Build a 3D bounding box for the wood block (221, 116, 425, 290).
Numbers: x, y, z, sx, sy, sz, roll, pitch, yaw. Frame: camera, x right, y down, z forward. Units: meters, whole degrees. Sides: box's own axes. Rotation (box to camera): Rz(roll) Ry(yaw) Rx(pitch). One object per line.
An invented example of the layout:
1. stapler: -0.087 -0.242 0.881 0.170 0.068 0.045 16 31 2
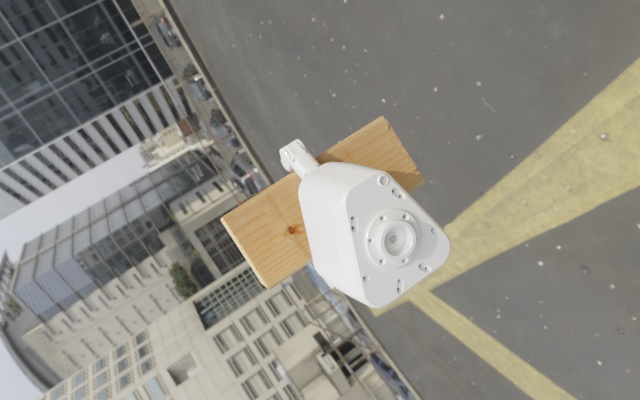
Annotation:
1. wood block: 0.000 0.002 0.541 0.206 0.091 0.090 -33 3 -13
